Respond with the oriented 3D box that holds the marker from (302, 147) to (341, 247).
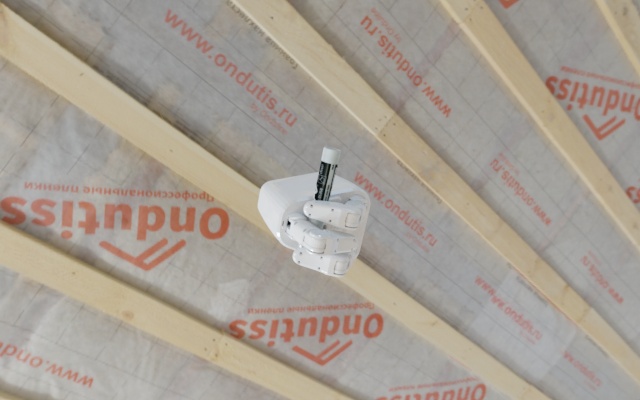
[{"bbox_3d":[0.000,0.002,0.525,0.020,0.121,0.020,12,13,-3],"label":"marker"}]
